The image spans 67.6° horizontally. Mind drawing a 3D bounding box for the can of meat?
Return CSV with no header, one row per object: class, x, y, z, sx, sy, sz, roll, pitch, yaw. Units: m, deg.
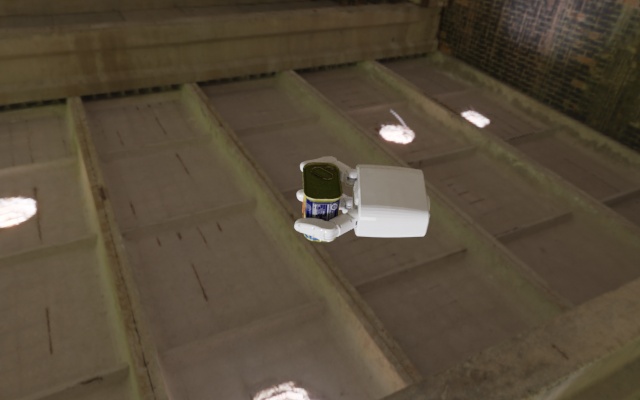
can of meat,0.000,0.003,0.741,0.057,0.084,0.102,0,36,-4
